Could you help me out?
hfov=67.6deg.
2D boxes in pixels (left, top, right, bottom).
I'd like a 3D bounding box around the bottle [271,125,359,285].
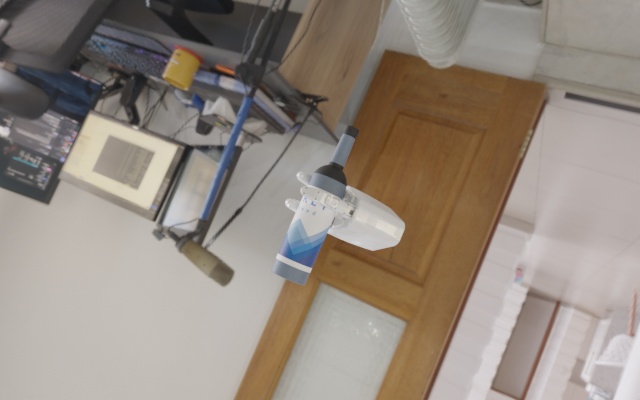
[{"bbox_3d":[0.000,0.003,0.858,0.069,0.295,0.069,23,-4,2],"label":"bottle"}]
